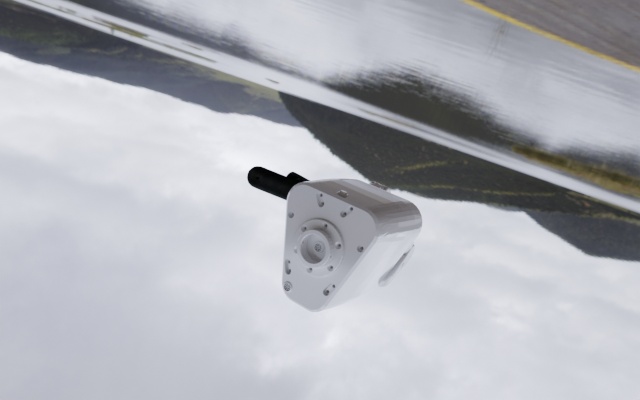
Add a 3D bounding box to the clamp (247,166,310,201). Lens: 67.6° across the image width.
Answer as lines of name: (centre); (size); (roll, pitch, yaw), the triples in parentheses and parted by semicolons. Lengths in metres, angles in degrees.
clamp: (0.000, 0.002, 0.547); (0.171, 0.039, 0.120); (25, 13, 26)
